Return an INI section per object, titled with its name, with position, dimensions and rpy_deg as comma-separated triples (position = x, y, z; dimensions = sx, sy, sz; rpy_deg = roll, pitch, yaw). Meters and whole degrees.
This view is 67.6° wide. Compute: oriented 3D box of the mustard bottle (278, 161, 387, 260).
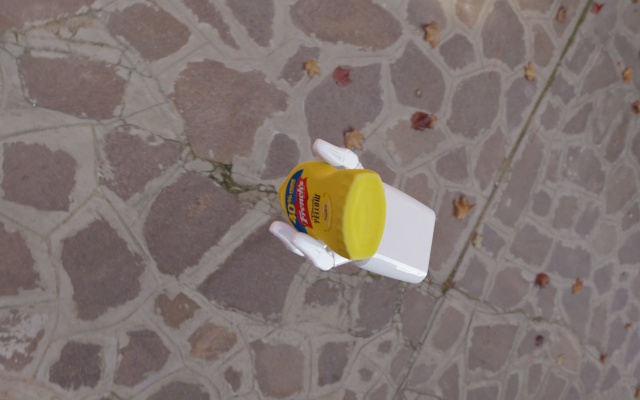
[mustard bottle]
position = 0.000, 0.002, 0.575
dimensions = 0.058, 0.096, 0.191
rpy_deg = -6, 13, -30
